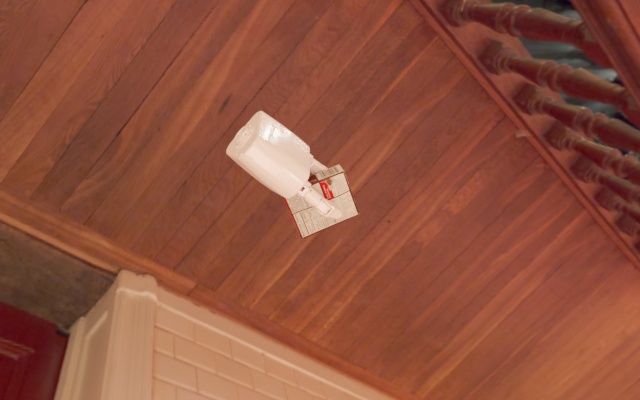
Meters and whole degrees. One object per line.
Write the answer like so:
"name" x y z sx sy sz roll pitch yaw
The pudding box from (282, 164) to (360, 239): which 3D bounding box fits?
"pudding box" 0.000 0.003 0.817 0.113 0.090 0.039 -22 26 -2
